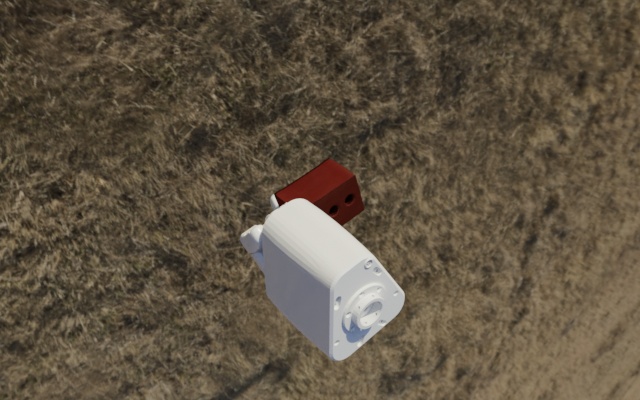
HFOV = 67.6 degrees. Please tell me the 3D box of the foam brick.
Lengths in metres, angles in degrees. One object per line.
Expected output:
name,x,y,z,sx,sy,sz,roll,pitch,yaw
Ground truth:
foam brick,0.000,0.001,0.517,0.078,0.053,0.051,-35,41,-19
